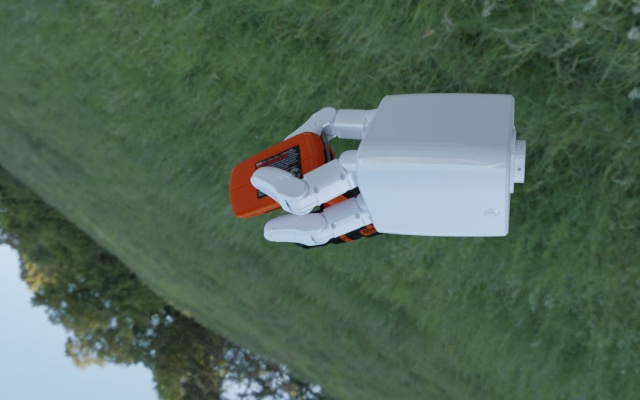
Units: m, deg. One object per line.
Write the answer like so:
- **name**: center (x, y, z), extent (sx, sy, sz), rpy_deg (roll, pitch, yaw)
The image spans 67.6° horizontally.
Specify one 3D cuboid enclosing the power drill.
- **power drill**: center (0.000, 0.001, 0.488), extent (0.184, 0.057, 0.188), rpy_deg (-23, -24, 31)
